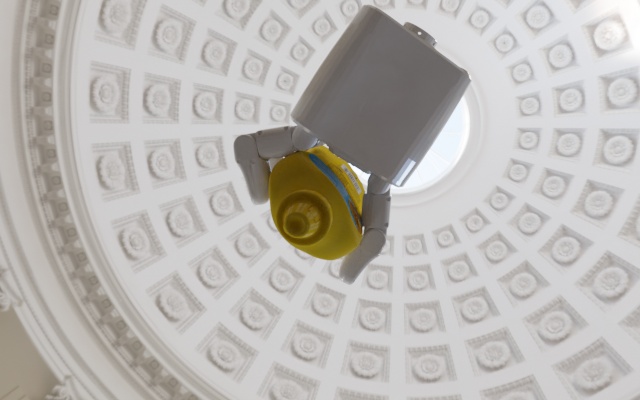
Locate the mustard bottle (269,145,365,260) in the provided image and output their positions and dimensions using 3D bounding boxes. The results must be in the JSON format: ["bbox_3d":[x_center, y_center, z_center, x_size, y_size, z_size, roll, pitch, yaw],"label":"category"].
[{"bbox_3d":[0.000,0.002,0.414,0.058,0.096,0.191,-31,3,12],"label":"mustard bottle"}]
